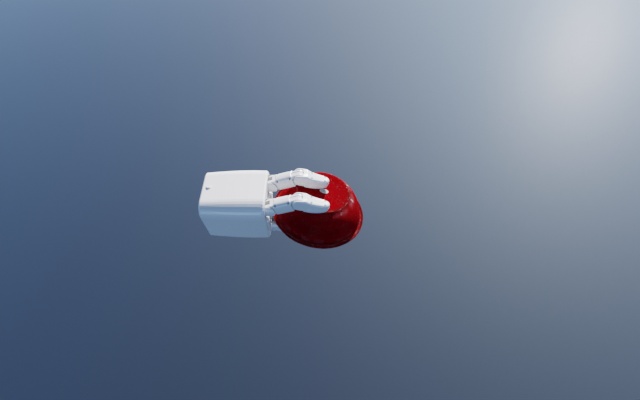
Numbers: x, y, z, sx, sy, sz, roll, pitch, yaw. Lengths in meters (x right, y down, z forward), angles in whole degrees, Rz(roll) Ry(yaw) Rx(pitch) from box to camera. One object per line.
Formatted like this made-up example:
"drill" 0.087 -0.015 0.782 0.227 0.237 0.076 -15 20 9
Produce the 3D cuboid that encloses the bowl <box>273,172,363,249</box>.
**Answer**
"bowl" 0.001 0.002 0.820 0.162 0.162 0.055 0 -42 -13
